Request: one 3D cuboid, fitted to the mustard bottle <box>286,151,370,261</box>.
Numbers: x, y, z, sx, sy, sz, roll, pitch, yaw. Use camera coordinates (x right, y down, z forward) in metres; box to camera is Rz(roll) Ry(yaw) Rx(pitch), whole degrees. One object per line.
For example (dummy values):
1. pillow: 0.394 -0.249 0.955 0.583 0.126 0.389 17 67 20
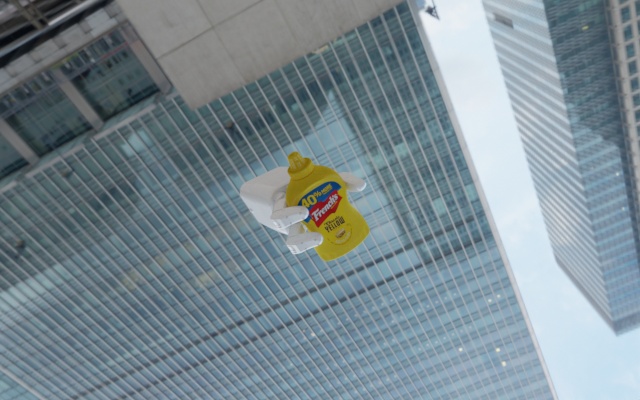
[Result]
1. mustard bottle: 0.000 0.003 0.756 0.096 0.192 0.058 -32 31 -2
